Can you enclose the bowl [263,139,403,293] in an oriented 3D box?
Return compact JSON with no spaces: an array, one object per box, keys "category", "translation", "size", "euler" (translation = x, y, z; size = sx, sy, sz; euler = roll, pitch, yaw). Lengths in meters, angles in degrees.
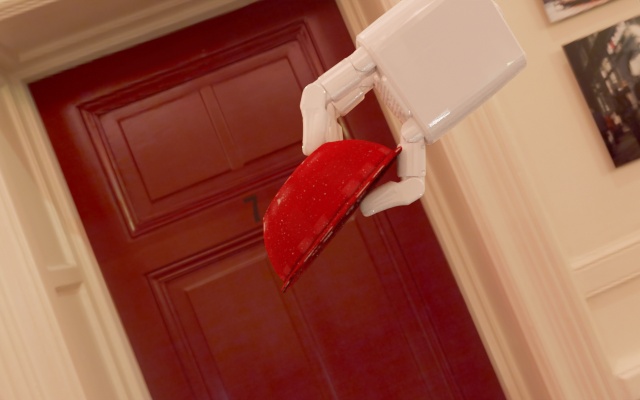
[{"category":"bowl","translation":[-0.001,0.002,0.417],"size":[0.055,0.162,0.162],"euler":[39,4,5]}]
